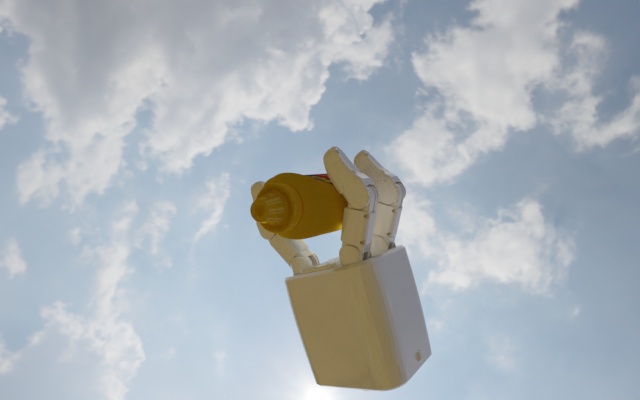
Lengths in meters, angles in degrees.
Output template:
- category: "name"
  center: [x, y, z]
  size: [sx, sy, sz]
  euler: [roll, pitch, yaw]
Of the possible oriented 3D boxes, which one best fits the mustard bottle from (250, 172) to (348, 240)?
- category: "mustard bottle"
  center: [0.000, 0.001, 0.453]
  size: [0.096, 0.058, 0.191]
  euler: [10, 10, 29]
